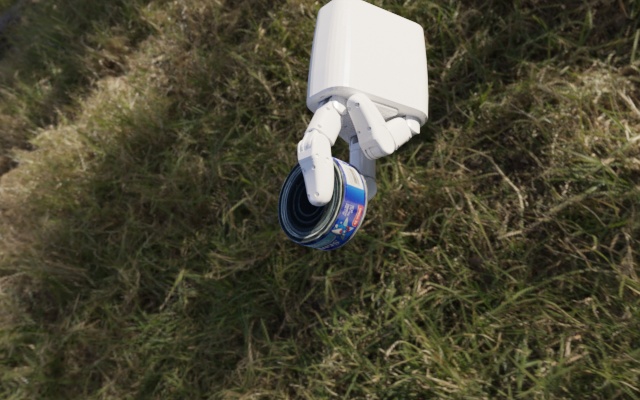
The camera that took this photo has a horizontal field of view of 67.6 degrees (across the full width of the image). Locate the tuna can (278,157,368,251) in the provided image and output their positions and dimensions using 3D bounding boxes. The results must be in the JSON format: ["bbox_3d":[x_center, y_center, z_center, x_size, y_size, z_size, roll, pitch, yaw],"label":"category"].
[{"bbox_3d":[0.000,0.001,0.437,0.034,0.086,0.086,18,-12,-43],"label":"tuna can"}]
